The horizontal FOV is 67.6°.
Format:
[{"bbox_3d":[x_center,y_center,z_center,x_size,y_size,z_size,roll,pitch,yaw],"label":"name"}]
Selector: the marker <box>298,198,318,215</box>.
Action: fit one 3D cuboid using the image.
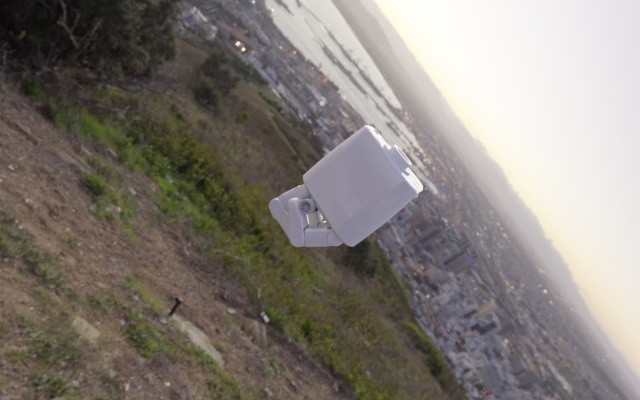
[{"bbox_3d":[0.000,0.002,0.630,0.020,0.020,0.121,0,6,18],"label":"marker"}]
